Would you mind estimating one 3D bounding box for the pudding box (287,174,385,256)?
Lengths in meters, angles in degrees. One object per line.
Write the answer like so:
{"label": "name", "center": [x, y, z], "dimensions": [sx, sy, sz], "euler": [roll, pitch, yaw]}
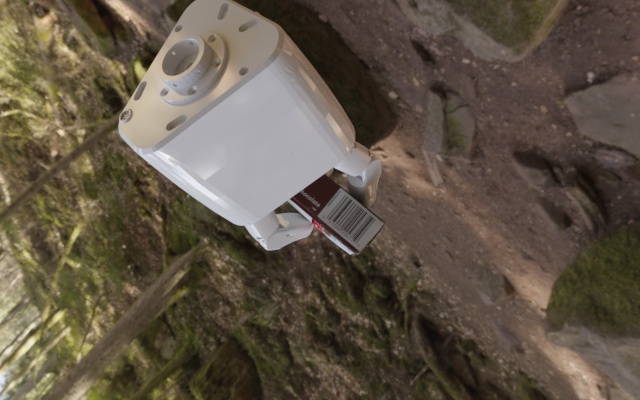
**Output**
{"label": "pudding box", "center": [0.000, 0.002, 0.428], "dimensions": [0.113, 0.039, 0.090], "euler": [41, -4, 6]}
